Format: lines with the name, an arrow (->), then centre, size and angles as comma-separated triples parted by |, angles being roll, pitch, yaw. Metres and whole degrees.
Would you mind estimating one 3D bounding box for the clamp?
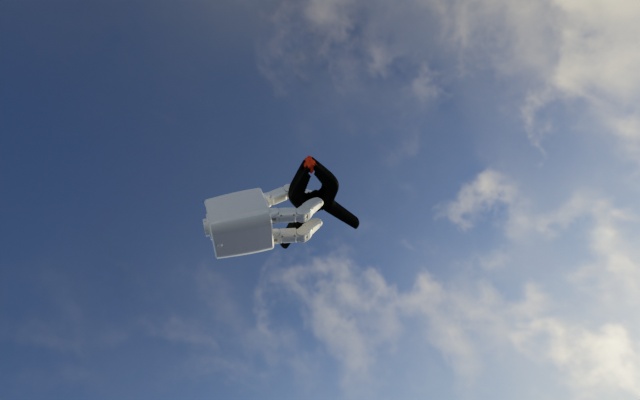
clamp -> 0.000, 0.002, 0.898 | 0.164, 0.210, 0.036 | -11, 45, -13
